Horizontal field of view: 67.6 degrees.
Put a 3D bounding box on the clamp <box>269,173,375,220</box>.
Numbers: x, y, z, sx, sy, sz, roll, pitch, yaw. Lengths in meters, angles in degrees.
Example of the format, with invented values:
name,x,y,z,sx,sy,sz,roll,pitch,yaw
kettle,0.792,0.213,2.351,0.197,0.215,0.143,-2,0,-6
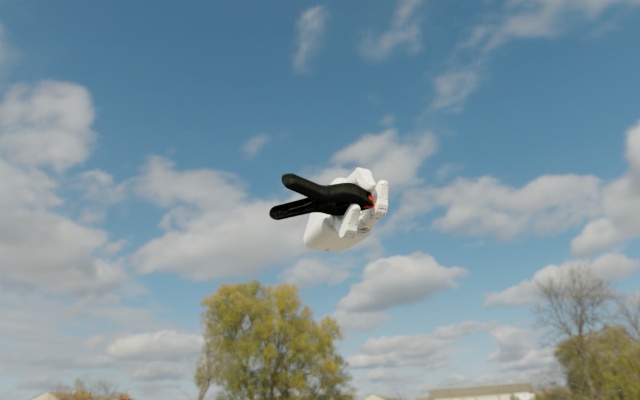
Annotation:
name,x,y,z,sx,sy,sz,roll,pitch,yaw
clamp,0.000,0.002,0.777,0.171,0.039,0.120,9,-27,-23
